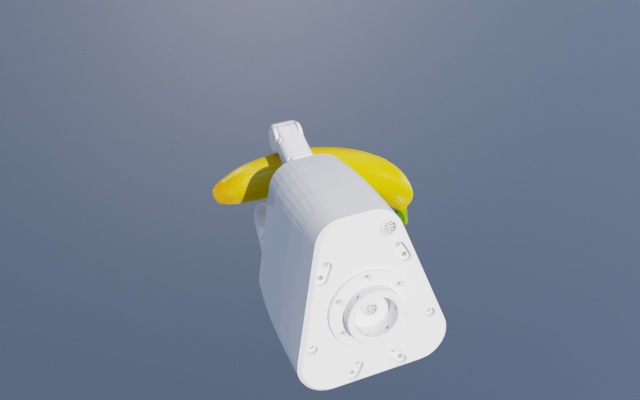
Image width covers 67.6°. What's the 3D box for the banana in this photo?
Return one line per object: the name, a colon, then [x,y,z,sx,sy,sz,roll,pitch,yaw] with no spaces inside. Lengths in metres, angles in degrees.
banana: [0.008,-0.015,0.423,0.198,0.070,0.037,9,21,-22]
